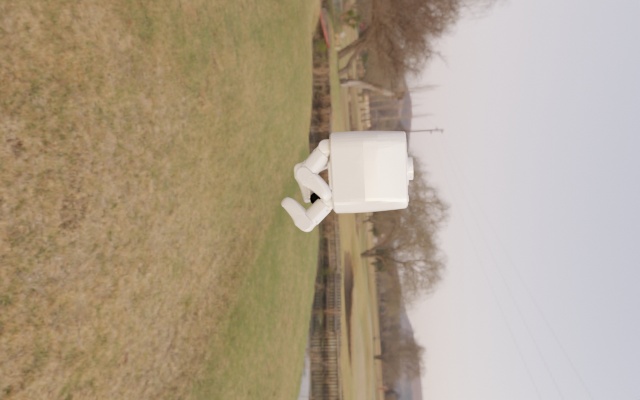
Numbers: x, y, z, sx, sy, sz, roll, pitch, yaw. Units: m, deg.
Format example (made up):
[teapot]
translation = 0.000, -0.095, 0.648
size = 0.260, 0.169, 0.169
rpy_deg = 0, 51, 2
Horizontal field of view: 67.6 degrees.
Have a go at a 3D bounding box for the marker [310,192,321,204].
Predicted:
[marker]
translation = 0.000, 0.002, 0.754
size = 0.020, 0.020, 0.121
rpy_deg = 0, -6, 7
